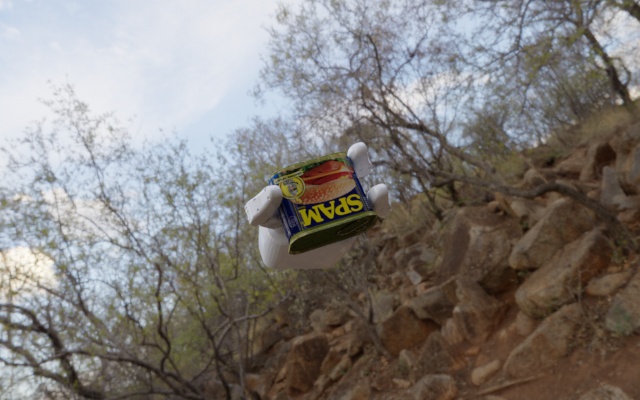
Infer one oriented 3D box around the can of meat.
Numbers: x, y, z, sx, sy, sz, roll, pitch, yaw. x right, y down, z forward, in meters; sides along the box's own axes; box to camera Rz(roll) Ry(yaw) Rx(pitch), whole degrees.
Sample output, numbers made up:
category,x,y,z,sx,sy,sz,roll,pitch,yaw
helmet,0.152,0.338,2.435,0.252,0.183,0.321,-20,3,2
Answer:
category,x,y,z,sx,sy,sz,roll,pitch,yaw
can of meat,0.000,0.001,0.527,0.102,0.084,0.057,-16,-22,-15
